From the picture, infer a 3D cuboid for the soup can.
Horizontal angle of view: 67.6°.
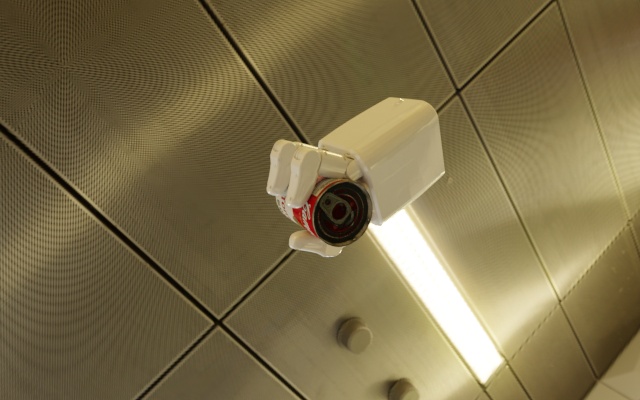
[{"bbox_3d":[0.000,0.002,0.514,0.068,0.068,0.102,0,14,-28],"label":"soup can"}]
